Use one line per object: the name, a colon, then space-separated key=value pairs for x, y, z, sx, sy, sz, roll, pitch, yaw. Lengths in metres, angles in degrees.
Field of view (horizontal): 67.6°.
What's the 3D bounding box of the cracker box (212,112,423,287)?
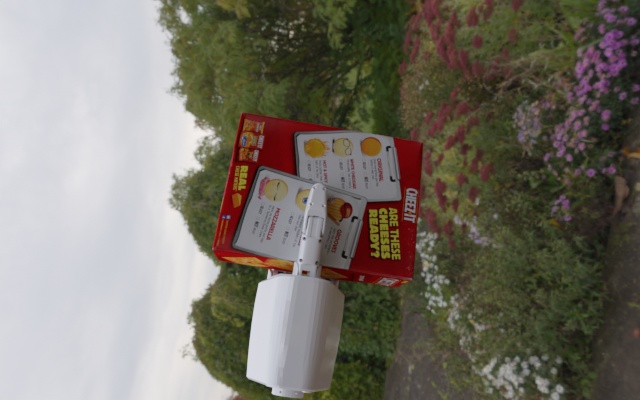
cracker box: x=0.000 y=0.002 z=0.549 sx=0.214 sy=0.164 sz=0.072 roll=9 pitch=-18 yaw=-3
